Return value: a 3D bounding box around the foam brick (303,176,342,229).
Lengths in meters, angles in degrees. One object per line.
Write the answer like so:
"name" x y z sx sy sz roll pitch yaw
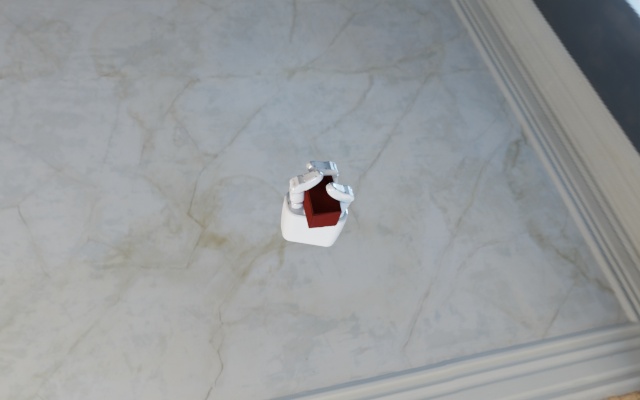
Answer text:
"foam brick" 0.000 0.003 0.830 0.053 0.078 0.051 -5 -31 -14
